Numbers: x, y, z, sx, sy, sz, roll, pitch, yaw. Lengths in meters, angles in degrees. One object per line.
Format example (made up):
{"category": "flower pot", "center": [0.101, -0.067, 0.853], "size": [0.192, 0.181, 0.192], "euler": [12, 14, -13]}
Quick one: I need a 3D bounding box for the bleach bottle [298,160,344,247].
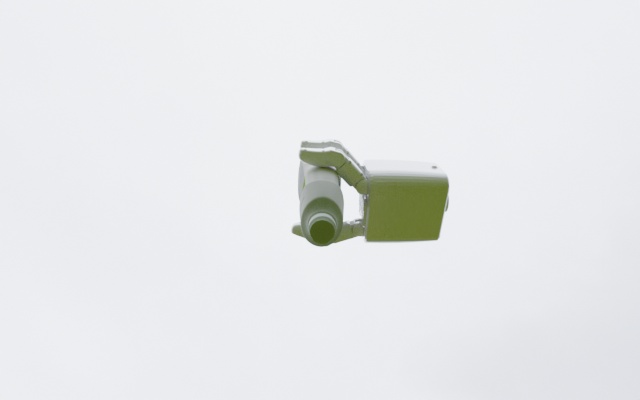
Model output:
{"category": "bleach bottle", "center": [0.000, 0.002, 0.640], "size": [0.068, 0.103, 0.250], "euler": [1, 19, -1]}
